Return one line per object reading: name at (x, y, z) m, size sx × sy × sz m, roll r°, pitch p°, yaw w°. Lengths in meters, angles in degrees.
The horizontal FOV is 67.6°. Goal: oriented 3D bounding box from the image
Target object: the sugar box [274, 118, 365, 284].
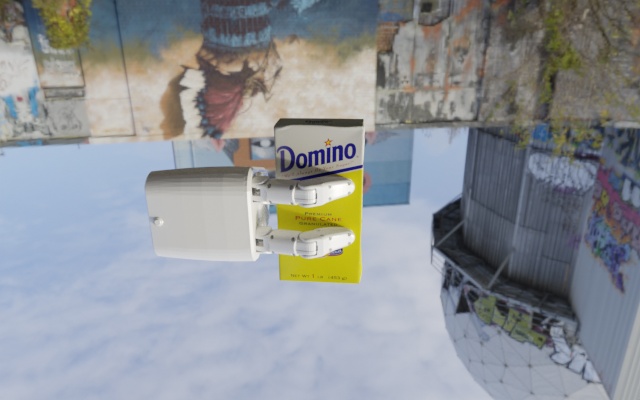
sugar box at (0.000, 0.002, 0.515) m, size 0.093 × 0.176 × 0.048 m, roll 1°, pitch 22°, yaw 5°
